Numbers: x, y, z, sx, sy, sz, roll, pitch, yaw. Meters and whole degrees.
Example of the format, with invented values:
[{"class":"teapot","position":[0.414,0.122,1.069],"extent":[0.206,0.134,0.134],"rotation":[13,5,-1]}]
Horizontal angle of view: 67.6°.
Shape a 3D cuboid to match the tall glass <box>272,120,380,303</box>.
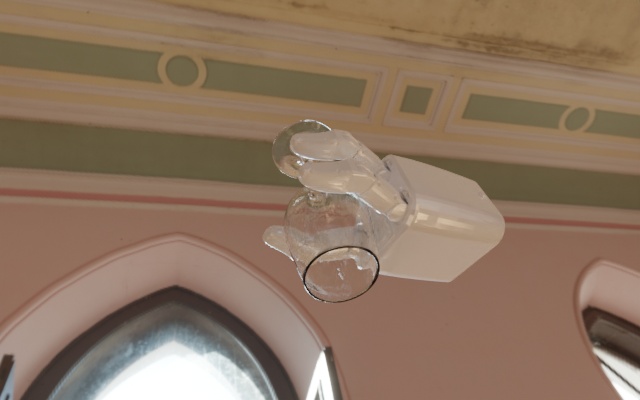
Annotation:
[{"class":"tall glass","position":[0.000,0.001,0.452],"extent":[0.079,0.079,0.201],"rotation":[0,35,-12]}]
